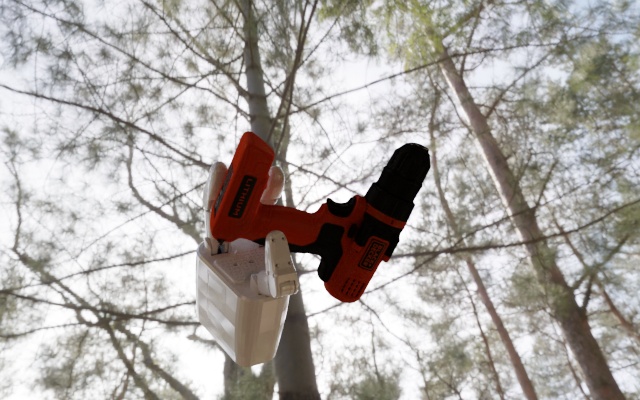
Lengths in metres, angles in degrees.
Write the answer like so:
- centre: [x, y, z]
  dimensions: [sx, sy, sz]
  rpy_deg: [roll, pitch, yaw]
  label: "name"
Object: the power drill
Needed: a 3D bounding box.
- centre: [0.000, 0.002, 0.471]
  dimensions: [0.188, 0.184, 0.057]
  rpy_deg: [22, 14, -18]
  label: "power drill"
